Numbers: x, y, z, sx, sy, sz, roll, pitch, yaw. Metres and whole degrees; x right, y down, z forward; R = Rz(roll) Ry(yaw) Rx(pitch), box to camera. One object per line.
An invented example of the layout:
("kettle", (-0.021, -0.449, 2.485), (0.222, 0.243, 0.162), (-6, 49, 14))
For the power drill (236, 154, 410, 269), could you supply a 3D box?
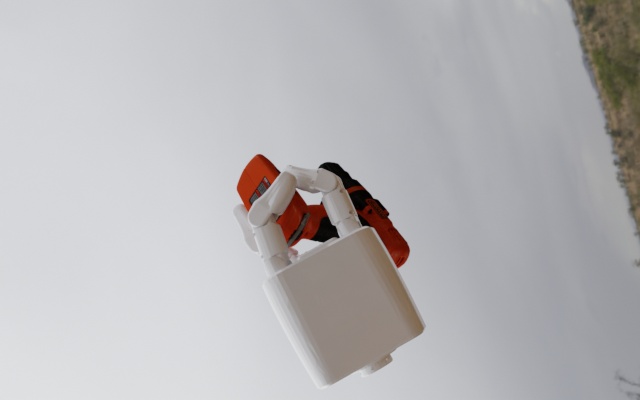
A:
("power drill", (0.000, 0.002, 0.553), (0.188, 0.057, 0.184), (11, 31, -44))
